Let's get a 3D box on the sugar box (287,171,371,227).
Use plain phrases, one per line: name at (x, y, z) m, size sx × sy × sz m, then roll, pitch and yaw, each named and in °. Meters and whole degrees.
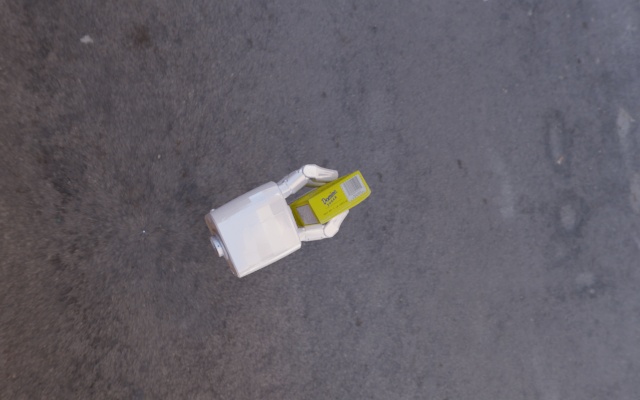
sugar box at (0.000, 0.002, 0.753) m, size 0.093 × 0.048 × 0.176 m, roll -30°, pitch 7°, yaw -20°
